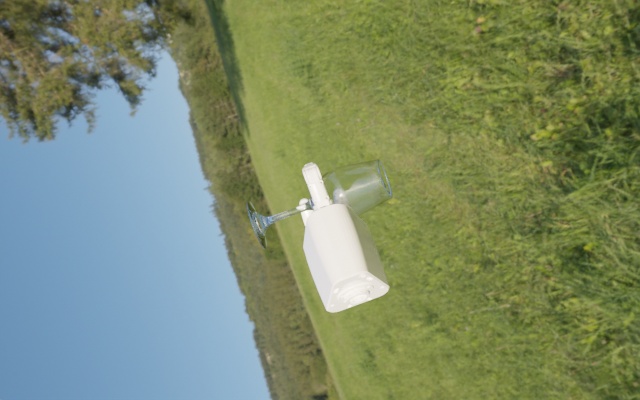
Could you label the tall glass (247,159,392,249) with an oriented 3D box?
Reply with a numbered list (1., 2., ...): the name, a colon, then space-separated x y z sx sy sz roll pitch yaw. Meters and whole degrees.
1. tall glass: -0.001 0.002 0.695 0.201 0.079 0.079 -20 0 0
